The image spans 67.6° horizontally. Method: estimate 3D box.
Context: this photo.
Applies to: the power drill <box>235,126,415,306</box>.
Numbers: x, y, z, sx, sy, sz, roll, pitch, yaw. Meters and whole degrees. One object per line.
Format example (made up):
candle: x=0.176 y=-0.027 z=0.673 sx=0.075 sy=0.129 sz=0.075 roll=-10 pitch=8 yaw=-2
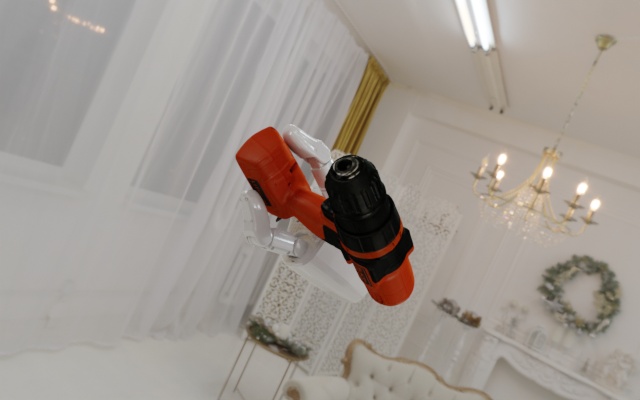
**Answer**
power drill: x=0.000 y=0.001 z=0.436 sx=0.057 sy=0.185 sz=0.187 roll=-40 pitch=49 yaw=-15
